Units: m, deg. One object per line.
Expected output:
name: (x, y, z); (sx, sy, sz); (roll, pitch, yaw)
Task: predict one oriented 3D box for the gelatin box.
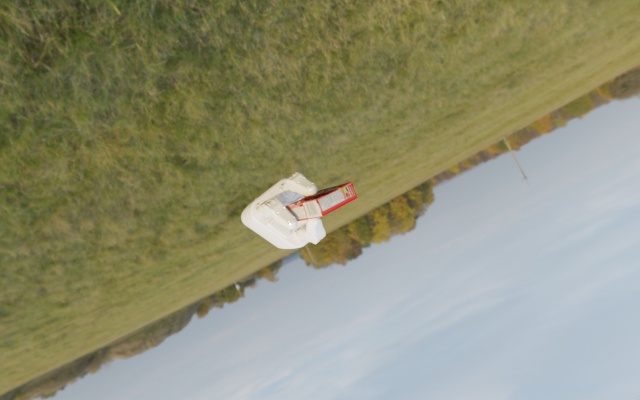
gelatin box: (0.000, 0.003, 0.720); (0.073, 0.030, 0.089); (-26, 8, -34)
